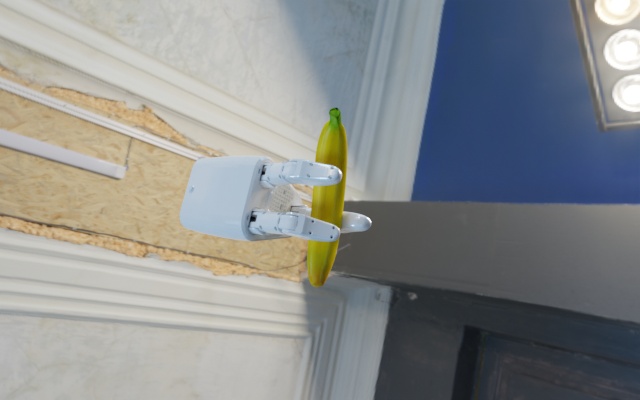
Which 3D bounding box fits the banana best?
[{"bbox_3d":[0.006,-0.004,0.544,0.037,0.198,0.069,7,10,16],"label":"banana"}]
